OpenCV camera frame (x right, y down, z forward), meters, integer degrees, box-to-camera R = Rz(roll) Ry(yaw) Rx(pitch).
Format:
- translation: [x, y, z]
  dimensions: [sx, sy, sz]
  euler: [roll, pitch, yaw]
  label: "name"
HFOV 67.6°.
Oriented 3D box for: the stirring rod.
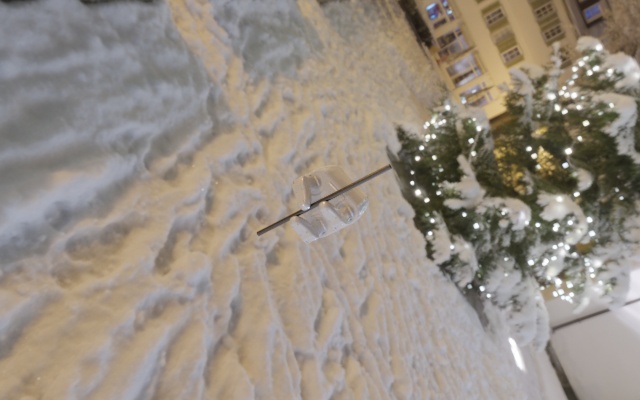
- translation: [0.000, 0.002, 0.728]
  dimensions: [0.239, 0.011, 0.011]
  euler: [-27, -10, 20]
  label: "stirring rod"
